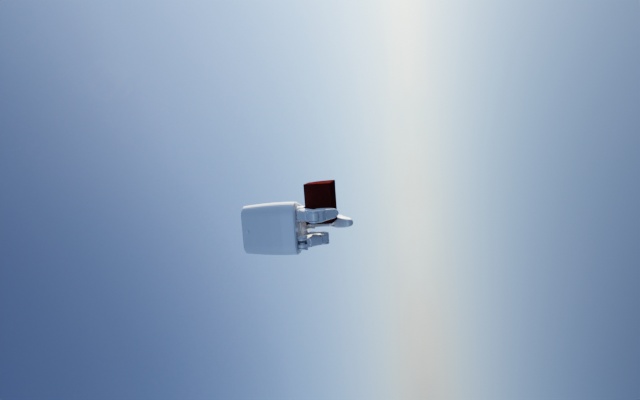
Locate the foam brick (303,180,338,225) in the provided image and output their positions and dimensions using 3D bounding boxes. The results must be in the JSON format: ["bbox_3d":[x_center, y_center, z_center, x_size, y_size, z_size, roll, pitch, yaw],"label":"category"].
[{"bbox_3d":[0.000,0.003,0.895,0.051,0.078,0.053,-2,7,14],"label":"foam brick"}]
